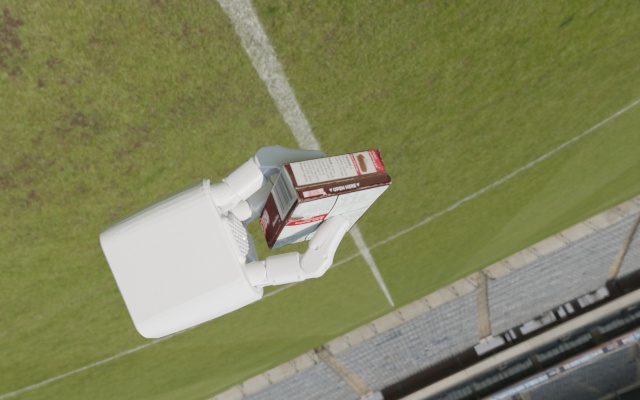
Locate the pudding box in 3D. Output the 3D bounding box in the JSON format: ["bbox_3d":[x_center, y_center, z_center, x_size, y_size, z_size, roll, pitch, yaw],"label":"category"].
[{"bbox_3d":[0.000,0.002,0.433,0.090,0.039,0.113,-12,-20,-24],"label":"pudding box"}]
